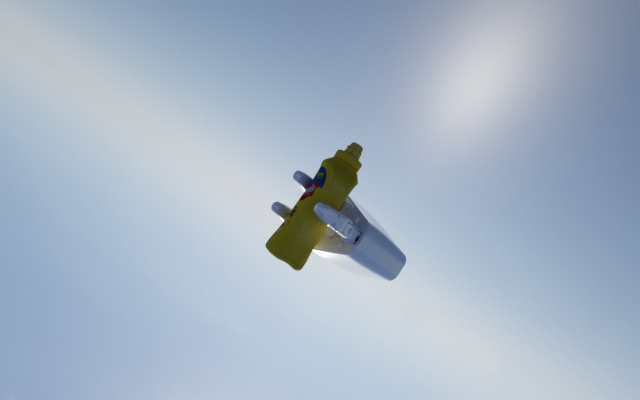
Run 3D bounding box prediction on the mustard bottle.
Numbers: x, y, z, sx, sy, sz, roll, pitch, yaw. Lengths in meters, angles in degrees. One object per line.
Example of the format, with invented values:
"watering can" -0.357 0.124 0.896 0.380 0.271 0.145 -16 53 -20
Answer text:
"mustard bottle" 0.000 0.002 0.661 0.058 0.191 0.096 35 -5 -11
